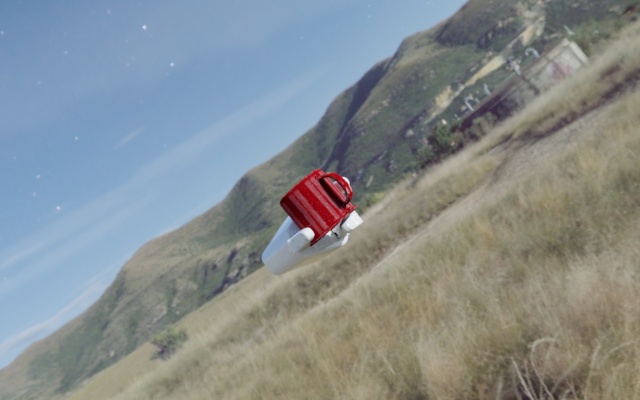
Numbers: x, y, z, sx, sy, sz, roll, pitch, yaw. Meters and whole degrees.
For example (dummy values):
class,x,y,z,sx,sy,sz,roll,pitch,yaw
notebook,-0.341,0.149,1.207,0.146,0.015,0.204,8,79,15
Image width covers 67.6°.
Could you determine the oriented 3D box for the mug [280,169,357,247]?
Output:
class,x,y,z,sx,sy,sz,roll,pitch,yaw
mug,0.001,0.001,0.700,0.093,0.081,0.117,-39,-3,-45
